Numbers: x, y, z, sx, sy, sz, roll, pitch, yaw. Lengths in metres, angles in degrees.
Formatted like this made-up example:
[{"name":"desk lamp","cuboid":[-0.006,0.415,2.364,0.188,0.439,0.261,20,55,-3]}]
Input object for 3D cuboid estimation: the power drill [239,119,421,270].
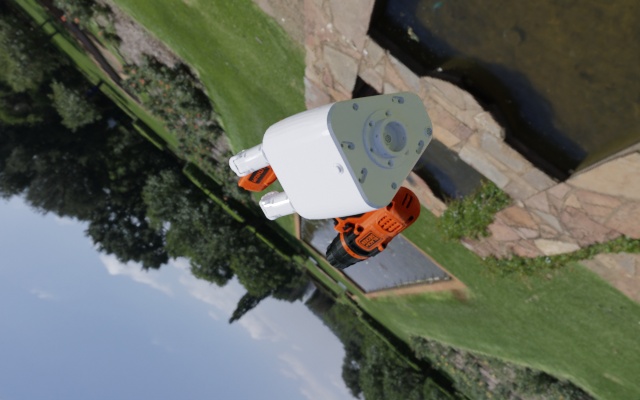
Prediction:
[{"name":"power drill","cuboid":[0.000,0.002,0.566,0.187,0.057,0.184,33,-37,-7]}]
